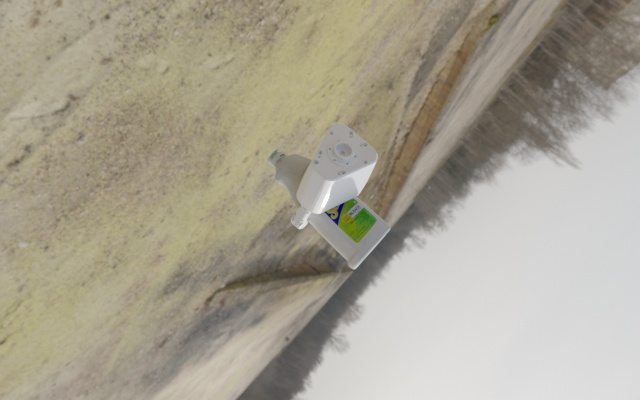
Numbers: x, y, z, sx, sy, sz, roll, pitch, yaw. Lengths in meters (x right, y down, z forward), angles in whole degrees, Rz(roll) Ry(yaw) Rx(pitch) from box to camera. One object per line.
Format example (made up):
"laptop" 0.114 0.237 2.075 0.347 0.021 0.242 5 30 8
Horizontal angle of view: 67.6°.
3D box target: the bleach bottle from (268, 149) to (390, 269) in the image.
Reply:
"bleach bottle" 0.000 0.003 0.859 0.102 0.251 0.068 -44 -11 -30
